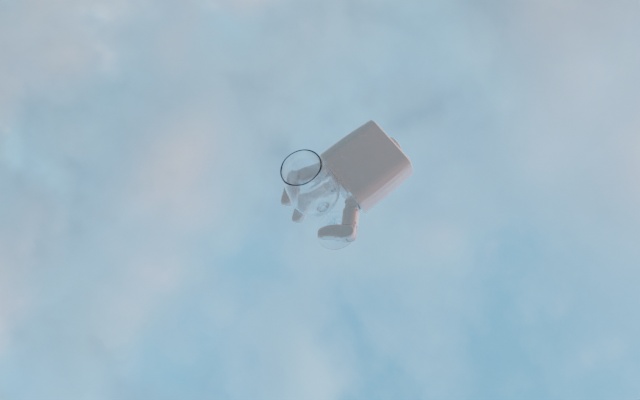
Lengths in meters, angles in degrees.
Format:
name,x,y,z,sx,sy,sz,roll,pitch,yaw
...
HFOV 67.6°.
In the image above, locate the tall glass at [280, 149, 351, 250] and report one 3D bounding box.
name,x,y,z,sx,sy,sz,roll,pitch,yaw
tall glass,0.000,0.003,0.748,0.079,0.079,0.201,0,-29,19
